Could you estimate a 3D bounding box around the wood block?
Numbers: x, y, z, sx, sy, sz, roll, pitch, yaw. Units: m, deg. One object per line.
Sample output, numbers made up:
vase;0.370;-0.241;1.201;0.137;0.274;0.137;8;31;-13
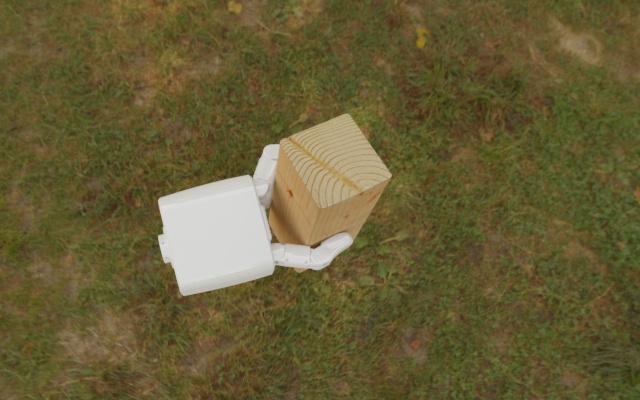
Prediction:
wood block;0.000;0.002;0.583;0.090;0.090;0.206;-25;-19;-20
